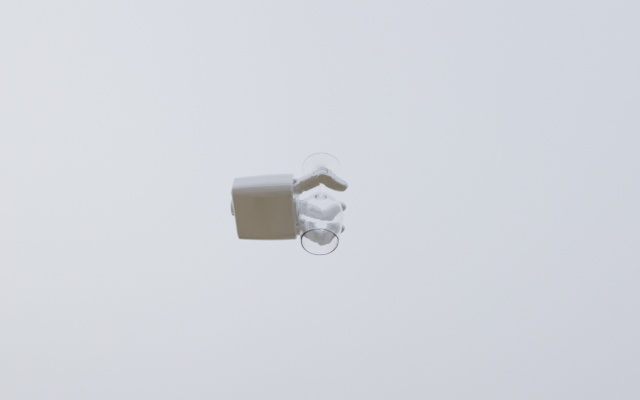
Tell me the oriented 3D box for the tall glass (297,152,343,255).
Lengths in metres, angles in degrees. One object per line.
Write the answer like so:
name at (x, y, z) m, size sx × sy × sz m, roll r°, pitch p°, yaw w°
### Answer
tall glass at (0.000, 0.002, 0.839) m, size 0.079 × 0.079 × 0.200 m, roll 0°, pitch 40°, yaw 1°
